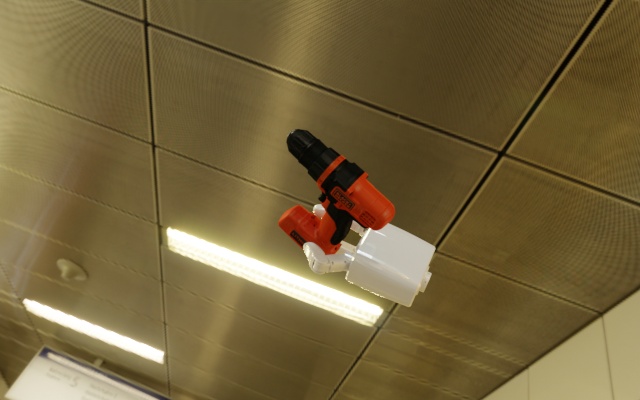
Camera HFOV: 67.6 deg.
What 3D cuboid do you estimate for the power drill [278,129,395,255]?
[{"bbox_3d":[0.000,0.003,0.712,0.057,0.184,0.188,-42,-7,-36],"label":"power drill"}]
